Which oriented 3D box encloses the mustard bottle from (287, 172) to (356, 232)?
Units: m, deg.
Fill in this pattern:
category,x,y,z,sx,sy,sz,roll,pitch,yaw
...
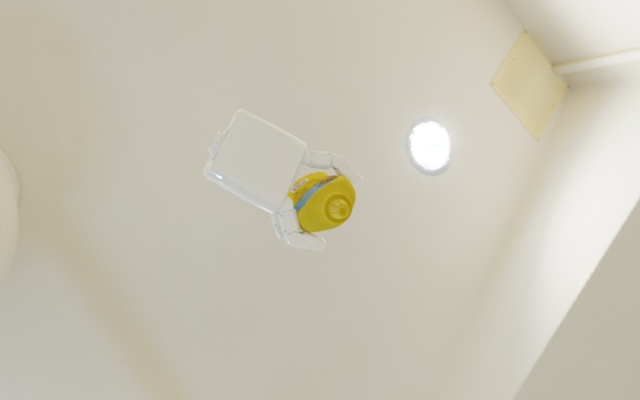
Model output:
category,x,y,z,sx,sy,sz,roll,pitch,yaw
mustard bottle,0.000,0.002,0.691,0.096,0.058,0.191,-39,15,-10
